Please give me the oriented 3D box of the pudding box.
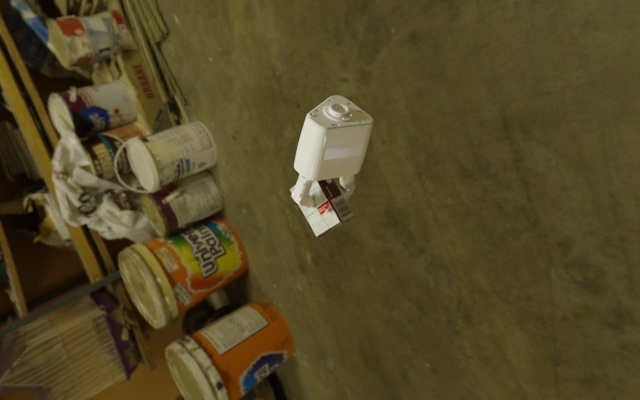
[{"bbox_3d":[0.000,0.003,0.890,0.039,0.113,0.090,-24,-7,-38],"label":"pudding box"}]
